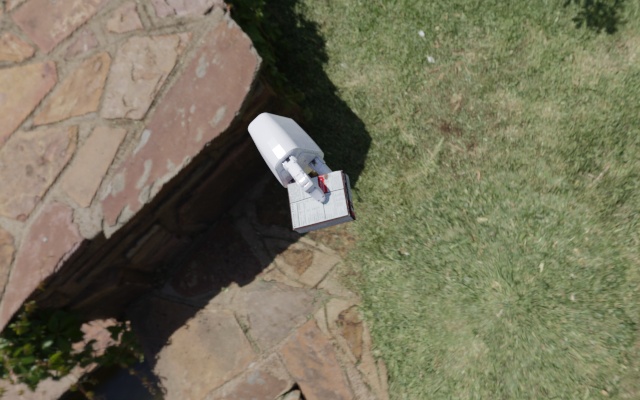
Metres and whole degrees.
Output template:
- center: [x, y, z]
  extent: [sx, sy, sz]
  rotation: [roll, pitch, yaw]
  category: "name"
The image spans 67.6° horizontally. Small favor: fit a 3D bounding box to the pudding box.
- center: [0.000, 0.003, 0.860]
  extent: [0.113, 0.090, 0.039]
  rotation: [-15, -19, 19]
  category: "pudding box"
